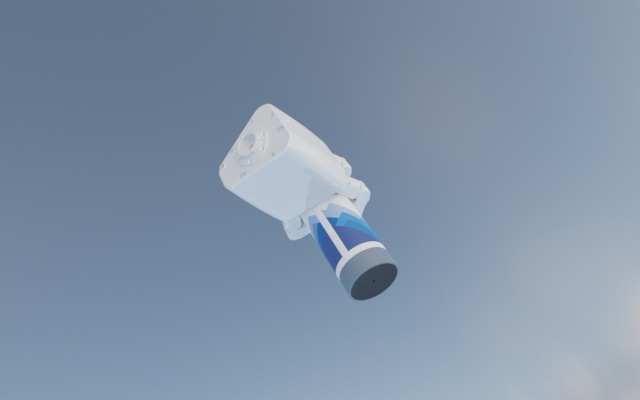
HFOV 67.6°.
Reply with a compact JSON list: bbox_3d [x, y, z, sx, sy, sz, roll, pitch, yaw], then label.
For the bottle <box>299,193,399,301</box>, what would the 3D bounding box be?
[{"bbox_3d":[0.000,0.002,0.647,0.069,0.069,0.295,0,39,-33],"label":"bottle"}]
